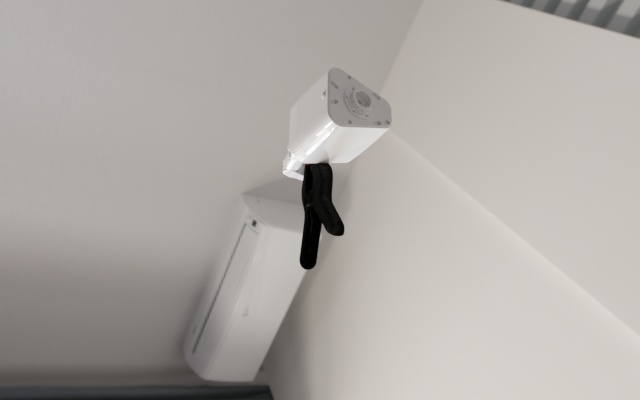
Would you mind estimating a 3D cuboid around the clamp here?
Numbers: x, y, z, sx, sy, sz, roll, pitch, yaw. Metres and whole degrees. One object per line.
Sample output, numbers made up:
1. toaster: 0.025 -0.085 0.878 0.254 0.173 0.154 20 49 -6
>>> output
1. clamp: 0.001 0.002 0.679 0.039 0.171 0.120 10 -26 -27
